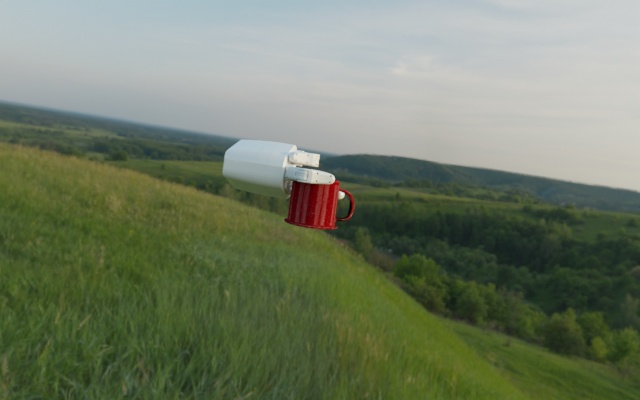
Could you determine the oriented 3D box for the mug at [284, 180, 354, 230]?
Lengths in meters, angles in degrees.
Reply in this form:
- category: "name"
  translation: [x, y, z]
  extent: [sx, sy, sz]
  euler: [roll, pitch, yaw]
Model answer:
- category: "mug"
  translation: [0.002, 0.003, 0.822]
  extent: [0.117, 0.081, 0.093]
  euler: [8, 6, 4]
